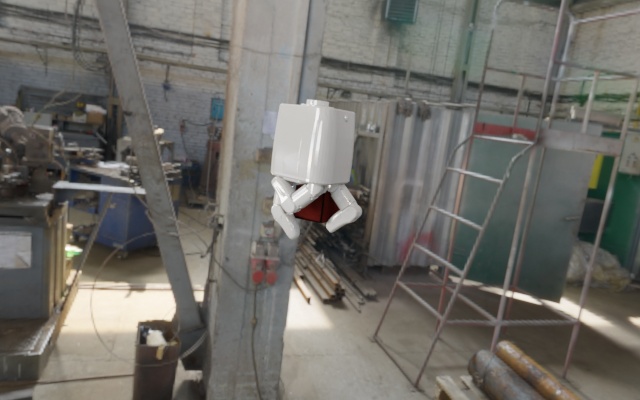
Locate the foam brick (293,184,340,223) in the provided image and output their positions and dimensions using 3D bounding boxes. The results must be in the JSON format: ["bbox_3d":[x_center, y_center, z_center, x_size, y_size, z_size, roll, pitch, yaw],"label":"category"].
[{"bbox_3d":[0.000,0.003,0.750,0.053,0.051,0.078,10,9,27],"label":"foam brick"}]
